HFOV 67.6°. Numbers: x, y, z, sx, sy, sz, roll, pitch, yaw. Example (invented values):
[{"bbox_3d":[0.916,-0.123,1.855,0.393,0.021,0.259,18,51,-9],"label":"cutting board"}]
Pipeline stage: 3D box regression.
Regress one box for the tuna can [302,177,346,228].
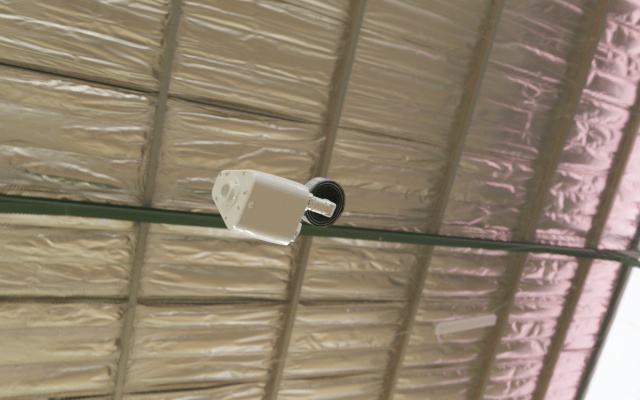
[{"bbox_3d":[0.000,0.003,0.839,0.086,0.086,0.033,0,15,-36],"label":"tuna can"}]
